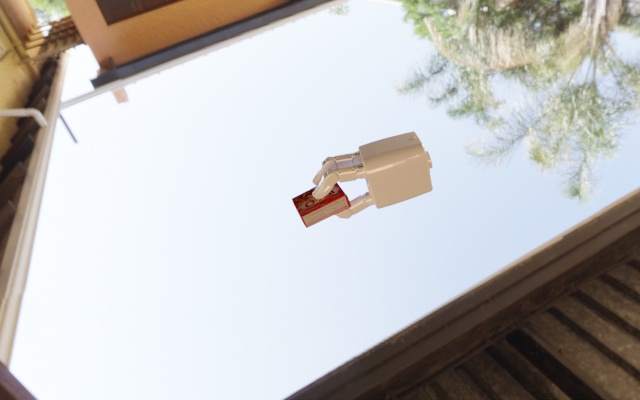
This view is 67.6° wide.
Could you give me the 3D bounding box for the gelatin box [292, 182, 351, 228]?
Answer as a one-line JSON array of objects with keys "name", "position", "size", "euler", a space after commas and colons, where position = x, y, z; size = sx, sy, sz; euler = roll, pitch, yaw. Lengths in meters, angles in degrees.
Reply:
[{"name": "gelatin box", "position": [0.000, 0.003, 0.842], "size": [0.089, 0.030, 0.073], "euler": [-26, 31, -3]}]
